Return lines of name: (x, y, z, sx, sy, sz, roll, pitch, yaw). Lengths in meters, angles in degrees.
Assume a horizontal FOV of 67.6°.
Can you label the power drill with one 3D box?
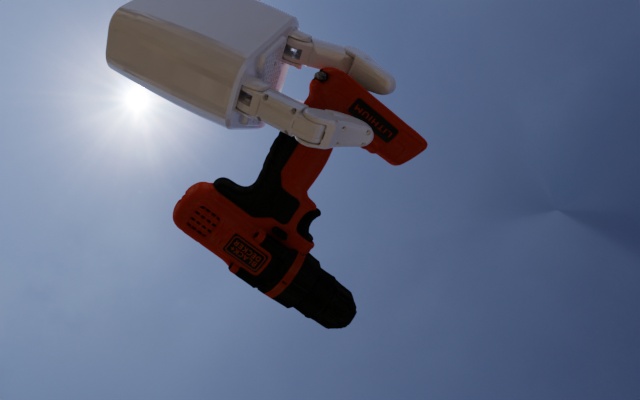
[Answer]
power drill: (0.000, 0.001, 0.401, 0.184, 0.187, 0.057, 38, 7, -16)
